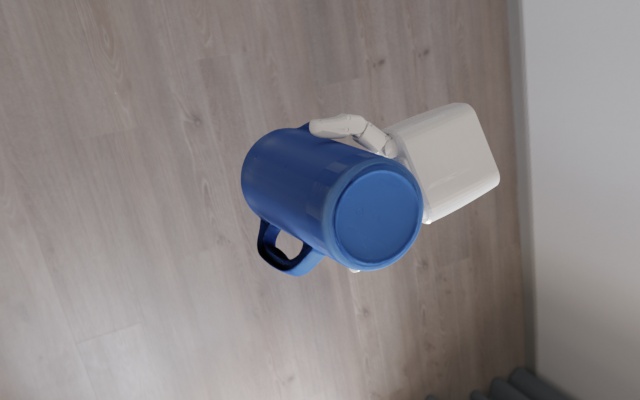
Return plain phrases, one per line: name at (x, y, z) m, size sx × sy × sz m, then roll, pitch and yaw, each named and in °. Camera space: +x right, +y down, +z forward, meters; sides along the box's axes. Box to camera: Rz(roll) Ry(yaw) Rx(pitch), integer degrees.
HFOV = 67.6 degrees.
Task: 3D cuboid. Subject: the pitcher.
pitcher at (0.000, 0.002, 0.537) m, size 0.145 × 0.149 × 0.242 m, roll -23°, pitch 20°, yaw -18°
